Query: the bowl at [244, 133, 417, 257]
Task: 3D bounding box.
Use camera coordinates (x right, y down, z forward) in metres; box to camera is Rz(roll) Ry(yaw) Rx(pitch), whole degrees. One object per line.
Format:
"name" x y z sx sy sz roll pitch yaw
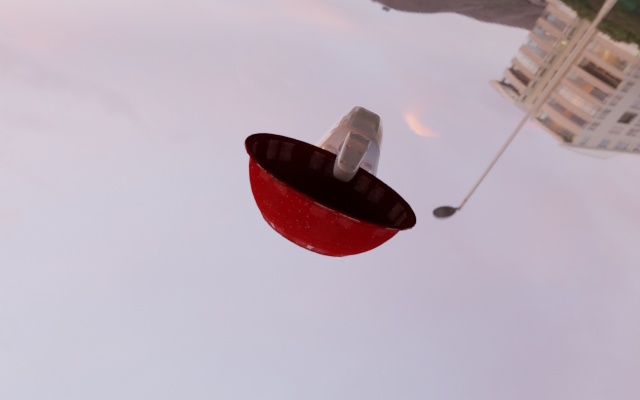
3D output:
"bowl" -0.001 0.002 0.418 0.162 0.055 0.162 24 18 -8
